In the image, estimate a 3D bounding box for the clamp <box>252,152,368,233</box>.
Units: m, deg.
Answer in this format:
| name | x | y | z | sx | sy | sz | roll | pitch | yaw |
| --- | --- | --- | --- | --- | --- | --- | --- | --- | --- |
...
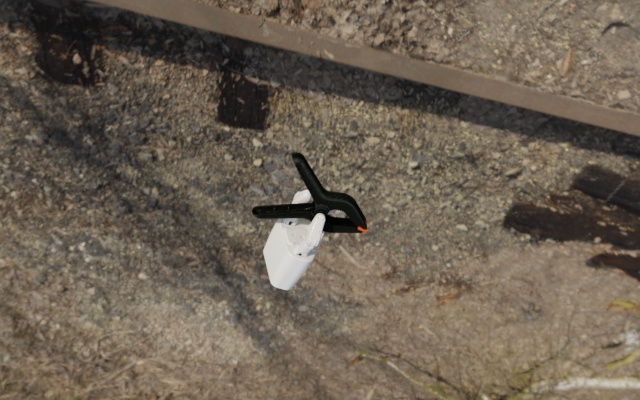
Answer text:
| name | x | y | z | sx | sy | sz | roll | pitch | yaw |
| --- | --- | --- | --- | --- | --- | --- | --- | --- | --- |
| clamp | 0.001 | 0.004 | 0.858 | 0.210 | 0.036 | 0.165 | 19 | -49 | -15 |
